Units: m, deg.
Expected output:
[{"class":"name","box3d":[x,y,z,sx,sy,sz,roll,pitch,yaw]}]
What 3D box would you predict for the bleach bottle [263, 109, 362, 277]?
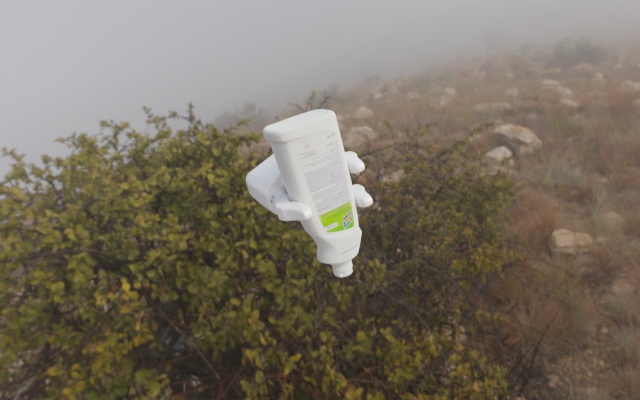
[{"class":"bleach bottle","box3d":[0.000,0.002,0.695,0.102,0.251,0.068,-23,23,-21]}]
